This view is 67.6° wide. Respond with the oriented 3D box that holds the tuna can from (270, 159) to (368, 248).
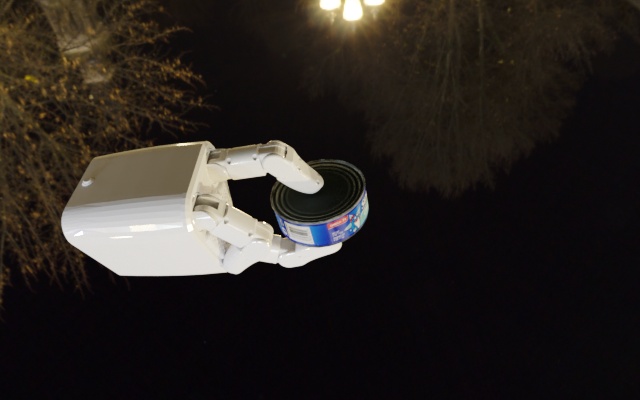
[{"bbox_3d":[0.000,0.002,0.434,0.086,0.034,0.086,-8,41,7],"label":"tuna can"}]
